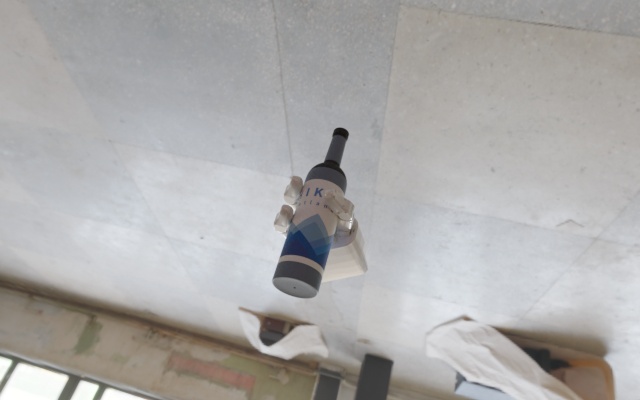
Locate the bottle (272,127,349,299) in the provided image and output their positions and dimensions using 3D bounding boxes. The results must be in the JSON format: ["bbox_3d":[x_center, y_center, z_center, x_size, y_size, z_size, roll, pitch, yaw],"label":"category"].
[{"bbox_3d":[0.000,0.003,0.735,0.069,0.295,0.069,12,-33,8],"label":"bottle"}]
